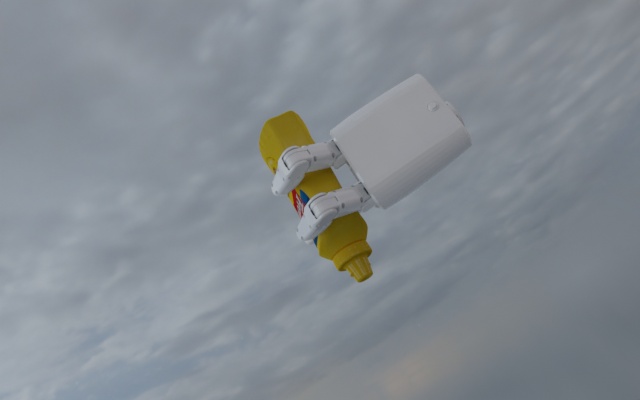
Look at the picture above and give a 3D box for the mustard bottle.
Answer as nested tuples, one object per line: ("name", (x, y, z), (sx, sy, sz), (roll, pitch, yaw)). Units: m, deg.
("mustard bottle", (0.000, 0.002, 0.511), (0.058, 0.191, 0.096), (-25, -23, -15))
